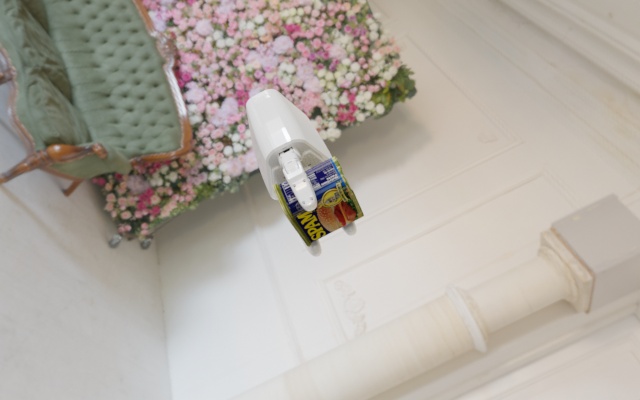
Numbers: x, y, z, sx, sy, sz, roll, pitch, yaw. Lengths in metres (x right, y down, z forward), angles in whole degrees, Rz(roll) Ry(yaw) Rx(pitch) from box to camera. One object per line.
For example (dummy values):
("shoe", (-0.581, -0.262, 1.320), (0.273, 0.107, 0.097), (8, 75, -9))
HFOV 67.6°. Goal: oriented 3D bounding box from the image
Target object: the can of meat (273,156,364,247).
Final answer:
("can of meat", (0.000, 0.002, 0.597), (0.084, 0.057, 0.102), (-27, -35, 2))
